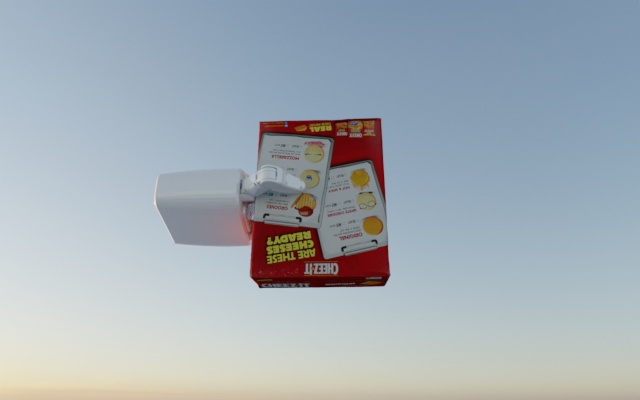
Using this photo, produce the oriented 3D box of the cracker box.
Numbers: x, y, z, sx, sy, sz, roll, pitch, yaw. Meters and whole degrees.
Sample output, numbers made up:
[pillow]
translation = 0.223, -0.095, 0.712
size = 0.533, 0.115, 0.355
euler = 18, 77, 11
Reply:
[cracker box]
translation = 0.000, 0.002, 0.614
size = 0.164, 0.213, 0.072
euler = -1, -23, 3
